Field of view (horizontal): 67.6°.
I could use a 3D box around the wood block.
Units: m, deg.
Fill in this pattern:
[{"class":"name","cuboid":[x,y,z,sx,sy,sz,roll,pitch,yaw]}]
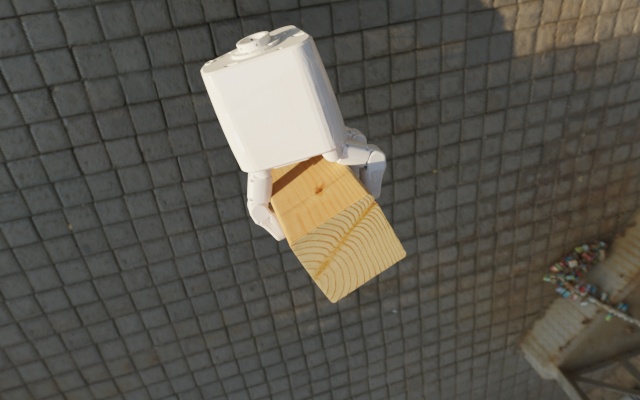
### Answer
[{"class":"wood block","cuboid":[0.000,0.002,0.536,0.091,0.090,0.206,-33,32,1]}]
